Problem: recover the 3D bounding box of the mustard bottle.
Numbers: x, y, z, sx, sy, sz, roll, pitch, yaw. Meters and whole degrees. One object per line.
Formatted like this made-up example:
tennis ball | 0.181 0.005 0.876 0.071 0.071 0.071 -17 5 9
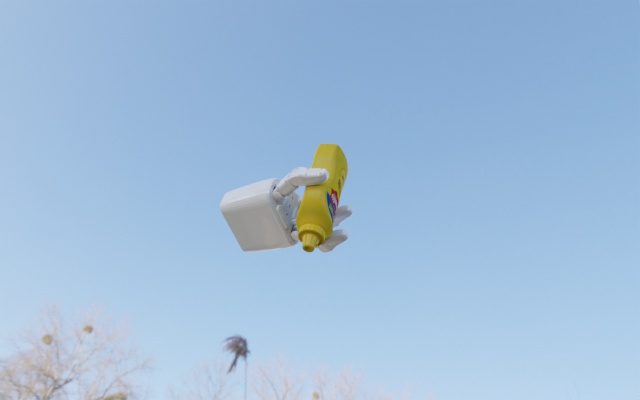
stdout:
mustard bottle | 0.000 0.002 0.762 0.058 0.191 0.096 5 -43 12
